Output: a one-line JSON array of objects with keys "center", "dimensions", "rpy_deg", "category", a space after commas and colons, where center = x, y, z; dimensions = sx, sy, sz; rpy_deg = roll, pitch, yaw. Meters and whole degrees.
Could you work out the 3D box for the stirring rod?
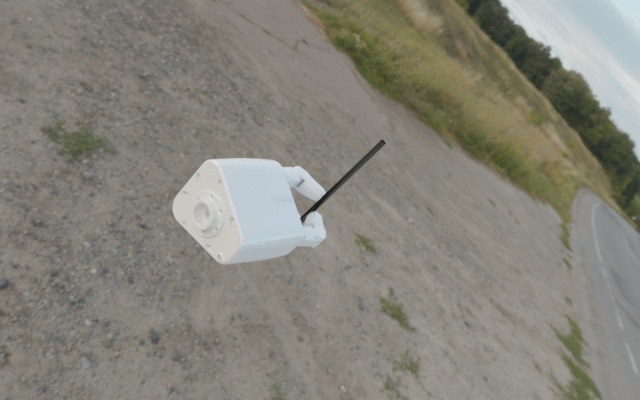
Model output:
[{"center": [0.000, 0.002, 0.643], "dimensions": [0.239, 0.011, 0.011], "rpy_deg": [-44, -23, 26], "category": "stirring rod"}]
